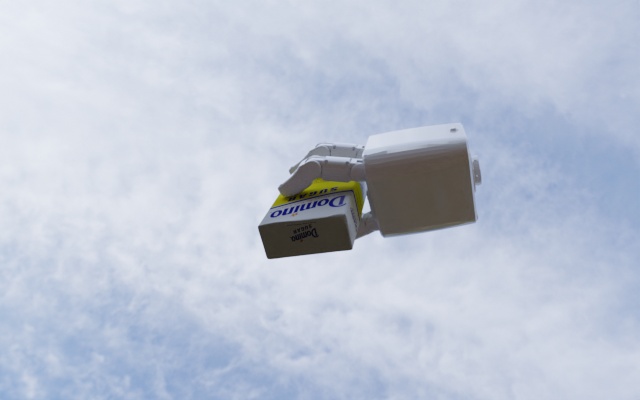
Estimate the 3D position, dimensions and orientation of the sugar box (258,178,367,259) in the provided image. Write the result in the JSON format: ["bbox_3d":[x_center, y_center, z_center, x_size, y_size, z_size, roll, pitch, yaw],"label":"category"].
[{"bbox_3d":[0.000,0.001,0.544,0.093,0.048,0.176,-8,19,14],"label":"sugar box"}]
